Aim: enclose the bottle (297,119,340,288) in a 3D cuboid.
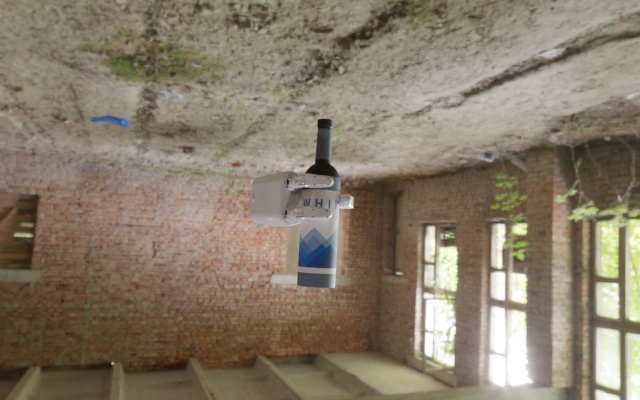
[{"bbox_3d":[0.000,0.003,0.843,0.069,0.295,0.069,3,-5,0],"label":"bottle"}]
